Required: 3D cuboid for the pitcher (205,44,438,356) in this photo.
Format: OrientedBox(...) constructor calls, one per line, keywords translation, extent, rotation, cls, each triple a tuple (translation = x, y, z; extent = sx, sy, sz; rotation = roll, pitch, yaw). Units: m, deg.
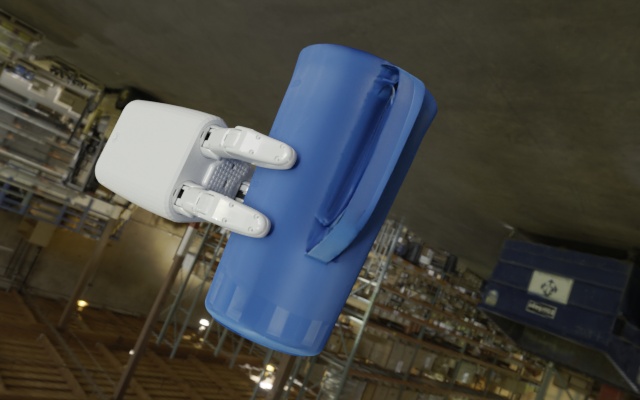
OrientedBox(translation=(0.000, 0.001, 0.405), extent=(0.145, 0.243, 0.149), rotation=(19, -8, 26), cls="pitcher")
